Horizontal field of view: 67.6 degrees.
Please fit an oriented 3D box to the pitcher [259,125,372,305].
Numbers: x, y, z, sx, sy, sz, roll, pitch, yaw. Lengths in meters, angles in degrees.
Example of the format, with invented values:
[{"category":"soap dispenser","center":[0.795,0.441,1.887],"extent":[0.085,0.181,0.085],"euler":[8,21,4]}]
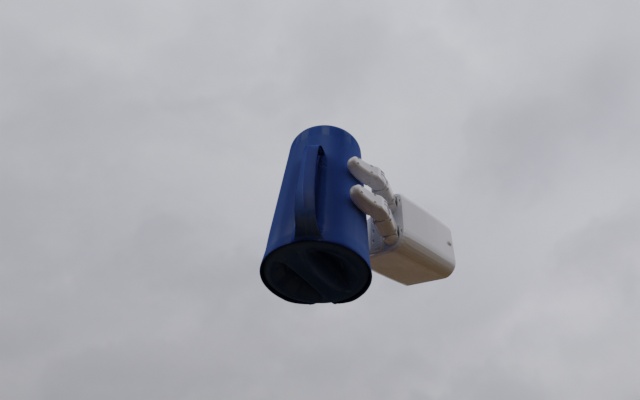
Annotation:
[{"category":"pitcher","center":[0.000,0.002,0.636],"extent":[0.145,0.242,0.149],"euler":[29,-49,-23]}]
